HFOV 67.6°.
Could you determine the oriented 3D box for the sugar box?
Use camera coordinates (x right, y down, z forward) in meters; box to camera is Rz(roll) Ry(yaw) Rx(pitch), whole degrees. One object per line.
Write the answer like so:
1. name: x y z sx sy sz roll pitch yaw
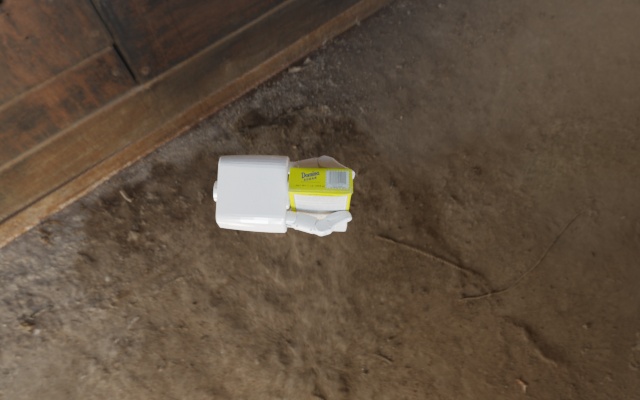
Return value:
1. sugar box: 0.000 0.002 0.761 0.093 0.048 0.176 2 -19 0
